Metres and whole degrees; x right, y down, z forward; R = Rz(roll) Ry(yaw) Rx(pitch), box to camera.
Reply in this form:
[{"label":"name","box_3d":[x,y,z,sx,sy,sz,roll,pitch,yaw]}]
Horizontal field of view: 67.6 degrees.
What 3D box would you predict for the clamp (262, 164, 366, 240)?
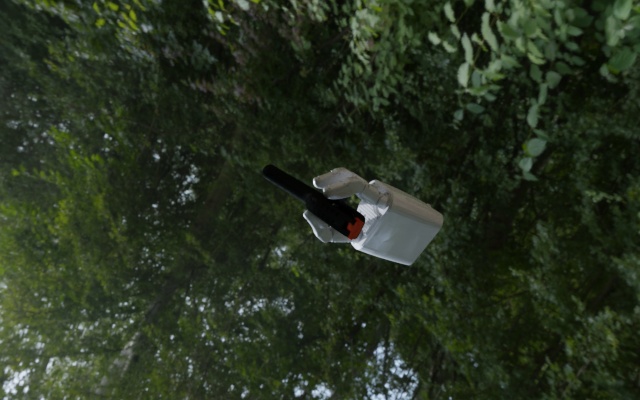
[{"label":"clamp","box_3d":[0.000,0.003,0.726,0.164,0.036,0.210,21,10,-22]}]
